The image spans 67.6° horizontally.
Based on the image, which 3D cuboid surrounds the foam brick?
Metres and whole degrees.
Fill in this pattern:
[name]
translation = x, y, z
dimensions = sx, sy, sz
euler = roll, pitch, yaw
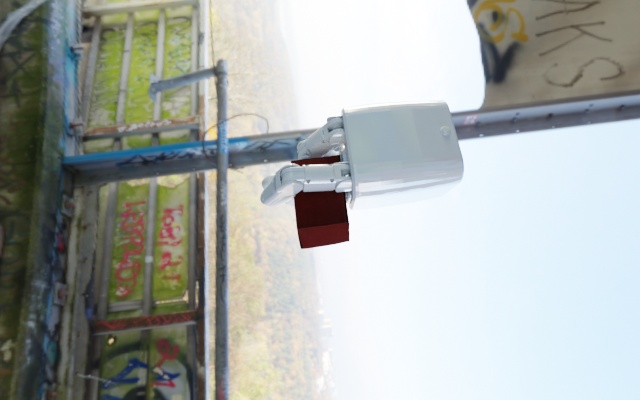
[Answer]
[foam brick]
translation = 0.000, 0.002, 0.481
dimensions = 0.051, 0.078, 0.053
euler = -6, -26, 0
